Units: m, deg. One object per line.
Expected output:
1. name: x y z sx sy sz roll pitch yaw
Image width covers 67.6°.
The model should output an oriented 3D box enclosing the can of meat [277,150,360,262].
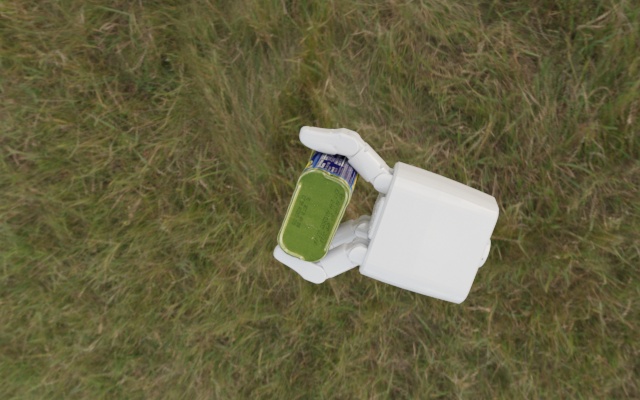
1. can of meat: 0.000 0.002 0.484 0.057 0.102 0.084 22 25 1
